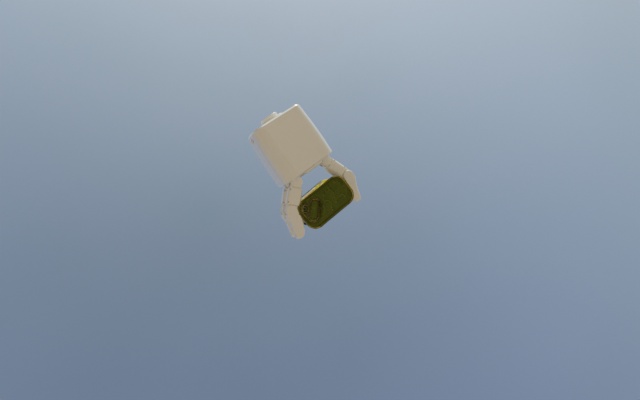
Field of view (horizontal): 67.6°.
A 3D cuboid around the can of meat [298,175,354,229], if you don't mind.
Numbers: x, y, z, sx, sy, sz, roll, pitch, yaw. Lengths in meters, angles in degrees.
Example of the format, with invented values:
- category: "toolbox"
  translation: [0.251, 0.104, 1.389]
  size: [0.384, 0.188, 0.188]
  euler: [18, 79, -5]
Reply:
- category: "can of meat"
  translation: [0.000, 0.003, 0.862]
  size: [0.102, 0.057, 0.084]
  euler: [-40, 9, -11]
